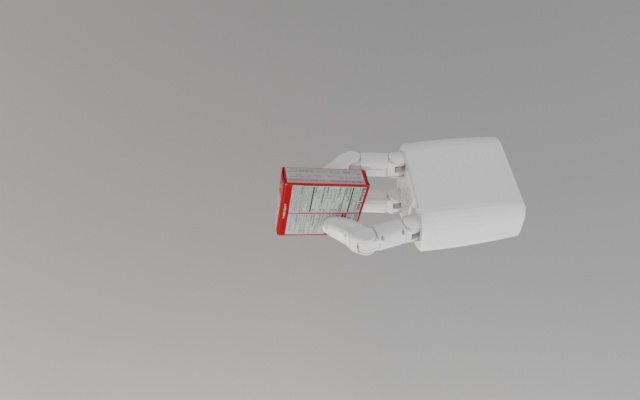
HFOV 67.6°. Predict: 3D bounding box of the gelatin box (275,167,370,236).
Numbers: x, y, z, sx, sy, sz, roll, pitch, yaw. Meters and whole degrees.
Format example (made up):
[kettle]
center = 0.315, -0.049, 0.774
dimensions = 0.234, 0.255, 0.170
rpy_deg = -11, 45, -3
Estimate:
[gelatin box]
center = 0.000, 0.002, 0.499
dimensions = 0.089, 0.073, 0.030
rpy_deg = 0, 43, -14
